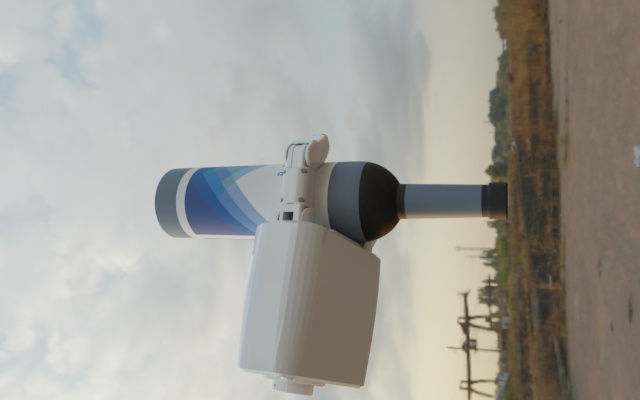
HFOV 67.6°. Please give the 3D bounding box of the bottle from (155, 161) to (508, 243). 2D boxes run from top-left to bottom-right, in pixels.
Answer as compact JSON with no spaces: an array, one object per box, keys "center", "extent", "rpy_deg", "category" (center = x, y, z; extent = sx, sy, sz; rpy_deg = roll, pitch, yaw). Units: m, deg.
[{"center":[0.000,0.001,0.403],"extent":[0.296,0.069,0.069],"rpy_deg":[0,0,22],"category":"bottle"}]
